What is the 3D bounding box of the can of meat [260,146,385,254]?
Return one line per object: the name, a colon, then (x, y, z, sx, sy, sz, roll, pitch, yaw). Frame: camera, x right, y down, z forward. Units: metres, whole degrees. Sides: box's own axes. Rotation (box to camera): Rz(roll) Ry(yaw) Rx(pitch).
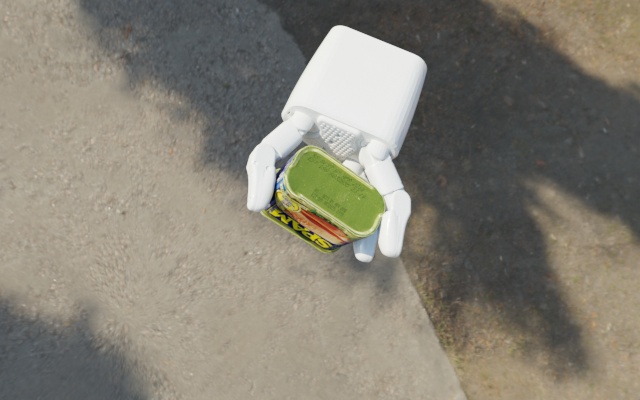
can of meat: (0.000, 0.001, 0.450, 0.102, 0.057, 0.084, 34, -23, -11)
